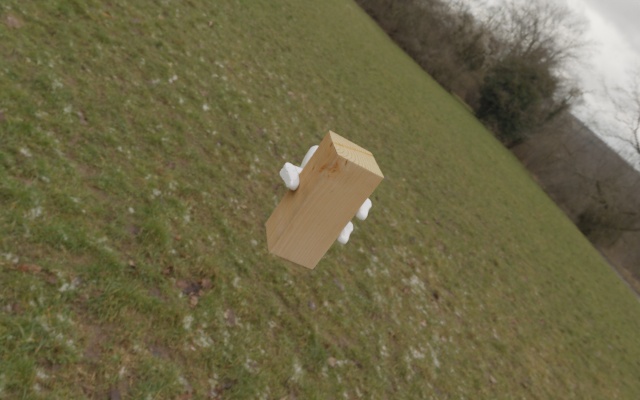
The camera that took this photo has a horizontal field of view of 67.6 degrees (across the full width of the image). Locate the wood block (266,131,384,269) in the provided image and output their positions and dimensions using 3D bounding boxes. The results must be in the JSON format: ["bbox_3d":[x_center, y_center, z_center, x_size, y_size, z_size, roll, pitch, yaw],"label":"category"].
[{"bbox_3d":[0.000,0.002,0.794,0.091,0.206,0.090,25,25,-23],"label":"wood block"}]
